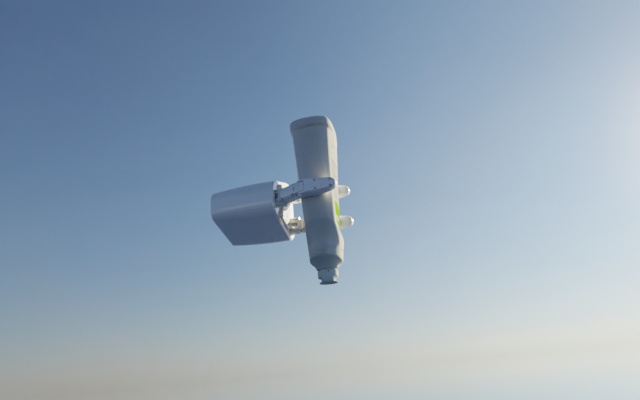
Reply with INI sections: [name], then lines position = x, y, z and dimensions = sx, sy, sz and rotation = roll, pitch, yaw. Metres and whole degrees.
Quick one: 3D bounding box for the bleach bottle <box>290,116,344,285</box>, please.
[bleach bottle]
position = 0.000, 0.002, 0.743
dimensions = 0.068, 0.250, 0.103
rotation = -9, -20, 11
